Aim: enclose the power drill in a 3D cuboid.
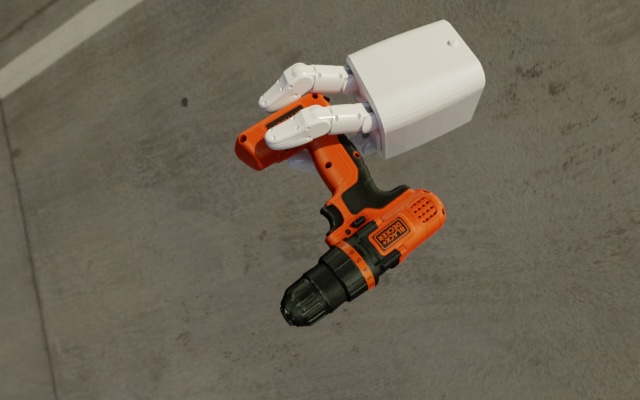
[{"bbox_3d":[0.000,0.001,0.459,0.184,0.187,0.057,-34,-11,-18],"label":"power drill"}]
